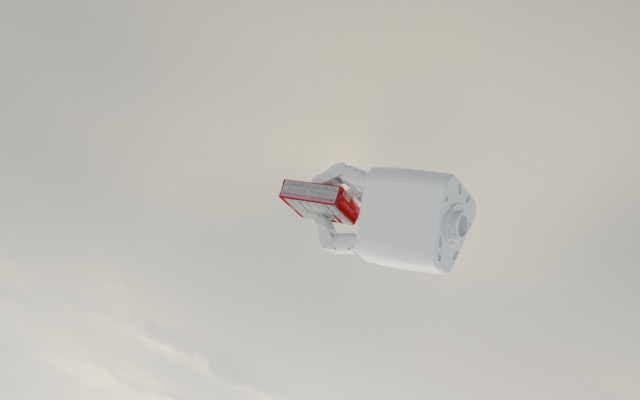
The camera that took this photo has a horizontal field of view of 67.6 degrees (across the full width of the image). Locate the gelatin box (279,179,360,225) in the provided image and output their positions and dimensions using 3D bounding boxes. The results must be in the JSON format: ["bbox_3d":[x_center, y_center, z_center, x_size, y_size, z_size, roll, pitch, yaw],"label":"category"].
[{"bbox_3d":[0.000,0.002,0.641,0.089,0.030,0.073,7,-20,27],"label":"gelatin box"}]
